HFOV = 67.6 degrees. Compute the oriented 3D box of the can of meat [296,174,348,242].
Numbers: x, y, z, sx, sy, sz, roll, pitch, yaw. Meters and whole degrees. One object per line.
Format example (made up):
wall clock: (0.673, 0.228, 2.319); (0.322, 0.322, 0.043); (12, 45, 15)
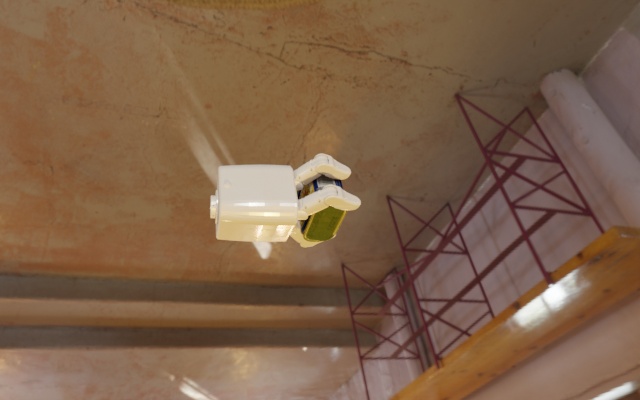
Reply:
can of meat: (0.000, 0.003, 0.728); (0.057, 0.084, 0.102); (3, -40, -17)
